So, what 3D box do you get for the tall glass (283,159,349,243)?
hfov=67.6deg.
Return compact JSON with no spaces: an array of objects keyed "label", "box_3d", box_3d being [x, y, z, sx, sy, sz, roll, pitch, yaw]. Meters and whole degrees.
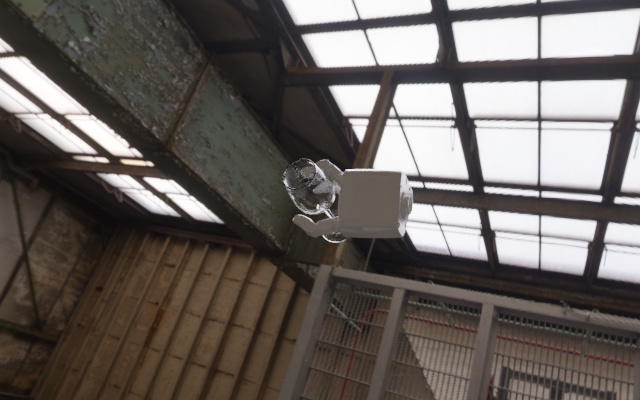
[{"label":"tall glass","box_3d":[0.000,0.003,0.878,0.079,0.079,0.201,0,-29,25]}]
